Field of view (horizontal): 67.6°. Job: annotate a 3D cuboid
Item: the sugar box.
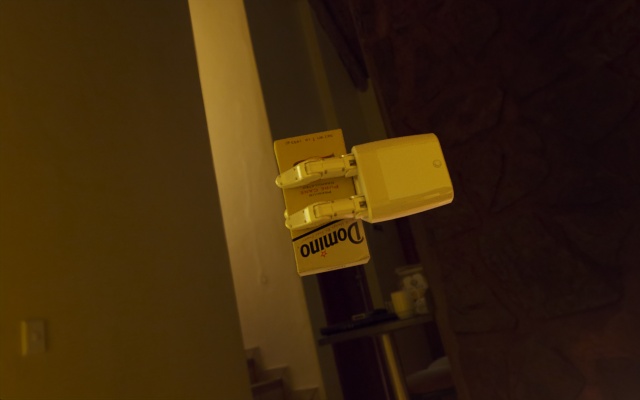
[{"bbox_3d":[0.000,0.002,0.619,0.093,0.176,0.048,-12,-16,-3],"label":"sugar box"}]
